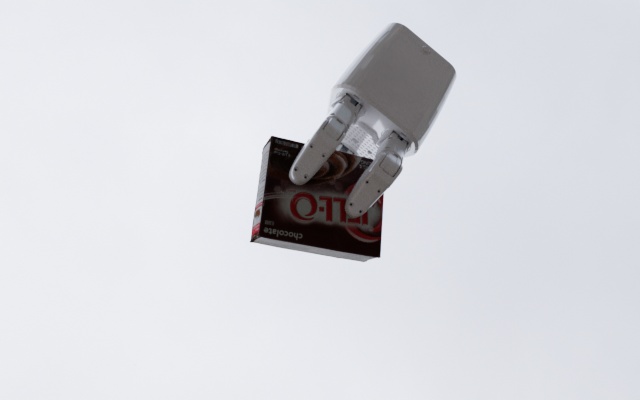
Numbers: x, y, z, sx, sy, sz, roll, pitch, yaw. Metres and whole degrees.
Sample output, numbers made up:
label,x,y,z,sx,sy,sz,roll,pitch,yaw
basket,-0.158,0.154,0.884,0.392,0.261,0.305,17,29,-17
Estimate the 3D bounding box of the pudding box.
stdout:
label,x,y,z,sx,sy,sz,roll,pitch,yaw
pudding box,0.000,0.001,0.422,0.113,0.090,0.039,11,-19,-17
